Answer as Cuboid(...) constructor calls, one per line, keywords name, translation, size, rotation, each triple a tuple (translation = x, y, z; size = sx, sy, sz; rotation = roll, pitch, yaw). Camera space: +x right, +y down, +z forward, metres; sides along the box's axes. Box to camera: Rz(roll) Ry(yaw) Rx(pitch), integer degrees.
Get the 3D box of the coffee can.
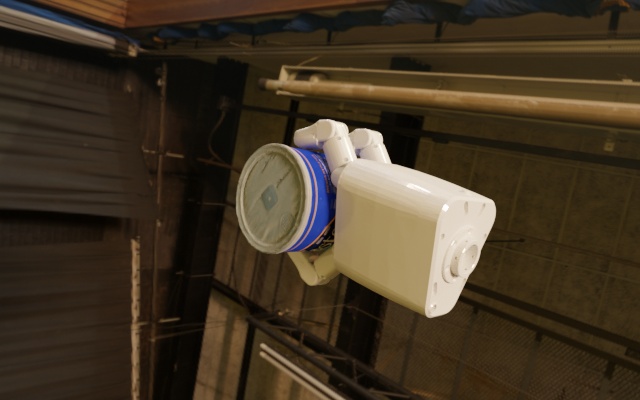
Cuboid(name="coffee can", translation=(0.000, 0.002, 0.491), size=(0.103, 0.103, 0.140), rotation=(0, -3, 44))
